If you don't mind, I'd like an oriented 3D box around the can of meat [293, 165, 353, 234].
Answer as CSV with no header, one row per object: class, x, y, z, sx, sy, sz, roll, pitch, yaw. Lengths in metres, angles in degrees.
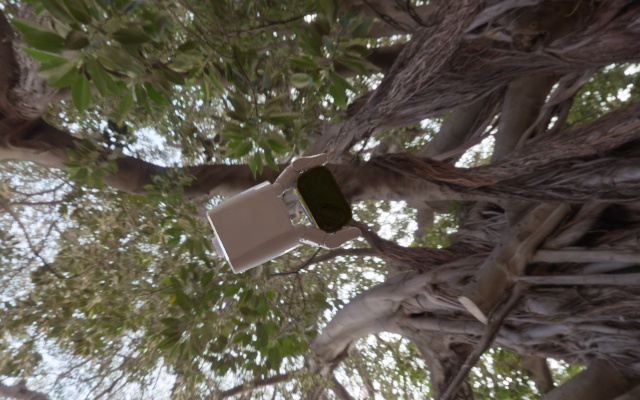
can of meat,0.000,0.002,0.752,0.057,0.102,0.084,-29,-2,-11
